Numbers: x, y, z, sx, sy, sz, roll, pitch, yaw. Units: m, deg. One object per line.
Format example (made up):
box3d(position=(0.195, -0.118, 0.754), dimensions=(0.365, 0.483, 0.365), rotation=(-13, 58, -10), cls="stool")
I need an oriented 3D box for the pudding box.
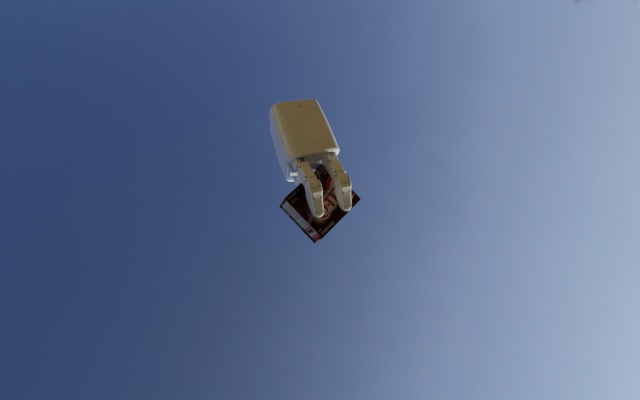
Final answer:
box3d(position=(0.000, 0.003, 0.801), dimensions=(0.113, 0.090, 0.039), rotation=(-44, -1, -31), cls="pudding box")
